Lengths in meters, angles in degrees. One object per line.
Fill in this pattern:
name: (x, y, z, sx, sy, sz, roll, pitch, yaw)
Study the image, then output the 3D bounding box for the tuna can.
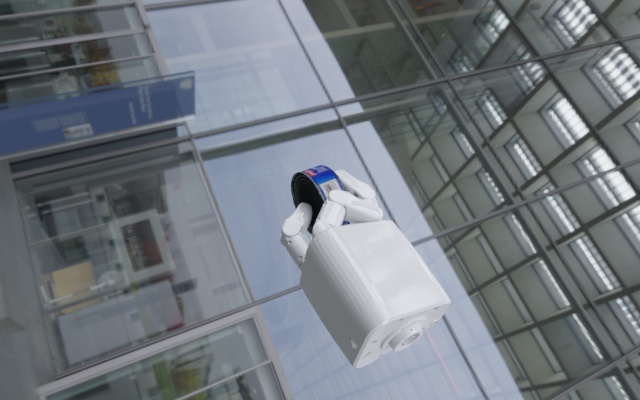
tuna can: (0.001, 0.002, 0.570, 0.033, 0.086, 0.086, -22, 9, -25)
